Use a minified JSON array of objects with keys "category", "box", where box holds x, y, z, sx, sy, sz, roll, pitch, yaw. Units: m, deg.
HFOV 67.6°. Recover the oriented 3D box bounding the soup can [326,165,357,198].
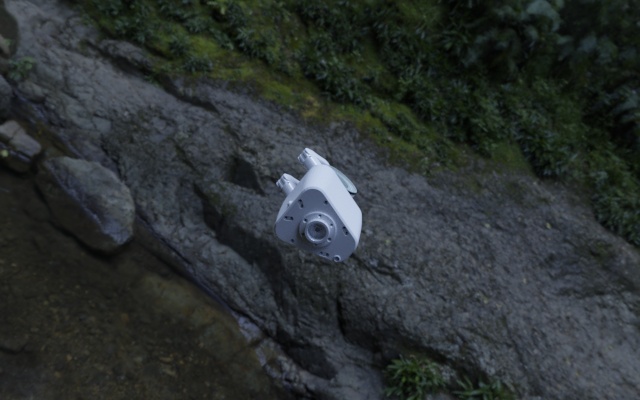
[{"category":"soup can","box":[0.000,0.002,0.757,0.068,0.102,0.068,36,18,-14]}]
